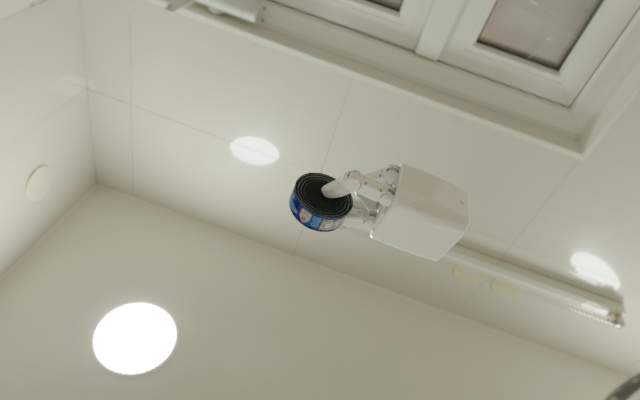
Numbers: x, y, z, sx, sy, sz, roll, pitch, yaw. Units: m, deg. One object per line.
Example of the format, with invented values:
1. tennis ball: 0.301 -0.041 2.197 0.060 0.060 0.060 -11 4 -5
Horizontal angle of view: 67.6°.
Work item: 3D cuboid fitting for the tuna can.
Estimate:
1. tuna can: 0.000 0.003 0.669 0.086 0.086 0.034 0 -42 -27
